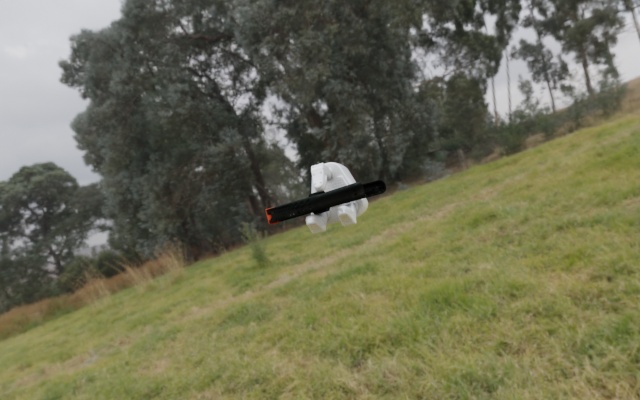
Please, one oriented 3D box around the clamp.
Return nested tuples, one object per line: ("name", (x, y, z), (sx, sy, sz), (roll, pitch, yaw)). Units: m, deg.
("clamp", (-0.001, 0.002, 0.798), (0.210, 0.036, 0.164), (-15, -3, 13))
